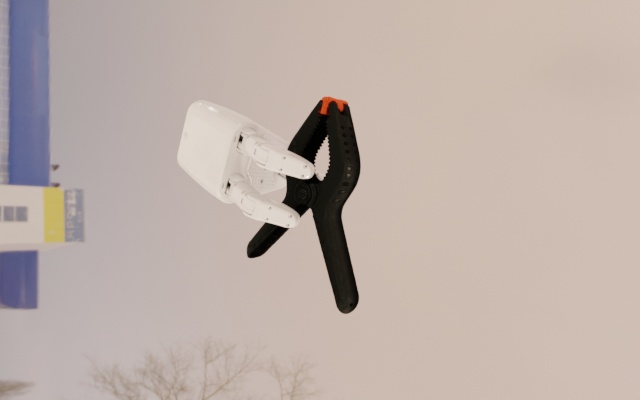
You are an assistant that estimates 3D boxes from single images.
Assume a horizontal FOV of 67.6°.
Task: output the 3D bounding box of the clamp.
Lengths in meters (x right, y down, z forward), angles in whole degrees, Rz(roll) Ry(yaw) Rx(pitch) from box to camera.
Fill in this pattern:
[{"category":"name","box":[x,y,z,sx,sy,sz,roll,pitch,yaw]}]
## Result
[{"category":"clamp","box":[0.001,0.001,0.498,0.164,0.210,0.036,30,19,37]}]
